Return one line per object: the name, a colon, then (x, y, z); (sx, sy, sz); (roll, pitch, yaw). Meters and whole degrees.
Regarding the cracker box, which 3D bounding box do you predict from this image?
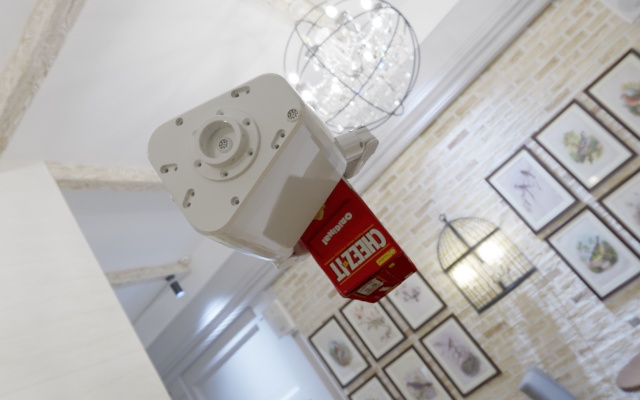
cracker box: (0.000, 0.001, 0.490); (0.072, 0.213, 0.164); (-39, -20, 4)
